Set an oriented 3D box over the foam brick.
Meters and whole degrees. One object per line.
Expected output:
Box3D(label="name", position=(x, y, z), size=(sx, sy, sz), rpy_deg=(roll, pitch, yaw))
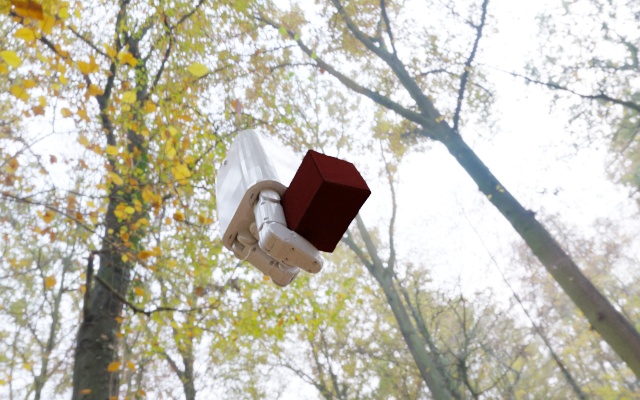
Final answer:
Box3D(label="foam brick", position=(0.000, 0.001, 0.442), size=(0.053, 0.078, 0.051), rpy_deg=(14, 33, -29))
